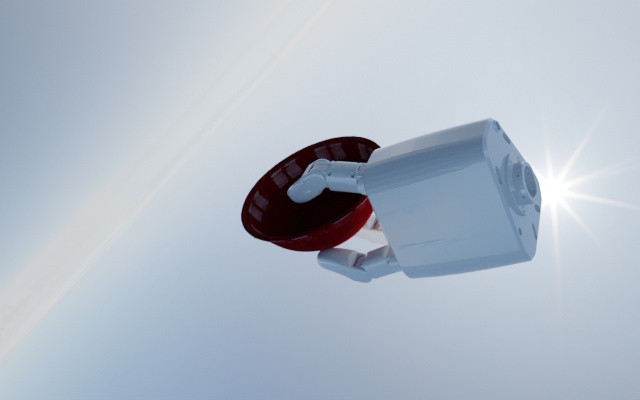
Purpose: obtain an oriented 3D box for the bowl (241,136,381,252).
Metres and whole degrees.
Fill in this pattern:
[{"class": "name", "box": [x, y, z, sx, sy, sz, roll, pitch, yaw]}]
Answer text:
[{"class": "bowl", "box": [-0.001, 0.002, 0.501, 0.162, 0.055, 0.162, -19, 34, 14]}]
